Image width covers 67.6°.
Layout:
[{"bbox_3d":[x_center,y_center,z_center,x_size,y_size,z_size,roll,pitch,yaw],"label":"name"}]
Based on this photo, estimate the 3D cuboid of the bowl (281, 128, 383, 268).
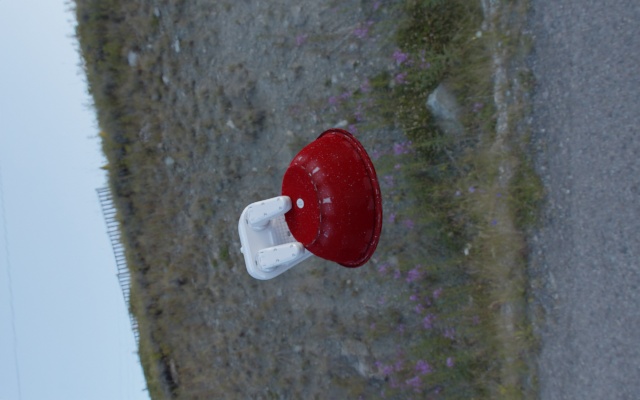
[{"bbox_3d":[0.000,0.001,0.535,0.055,0.162,0.162,-9,5,-30],"label":"bowl"}]
